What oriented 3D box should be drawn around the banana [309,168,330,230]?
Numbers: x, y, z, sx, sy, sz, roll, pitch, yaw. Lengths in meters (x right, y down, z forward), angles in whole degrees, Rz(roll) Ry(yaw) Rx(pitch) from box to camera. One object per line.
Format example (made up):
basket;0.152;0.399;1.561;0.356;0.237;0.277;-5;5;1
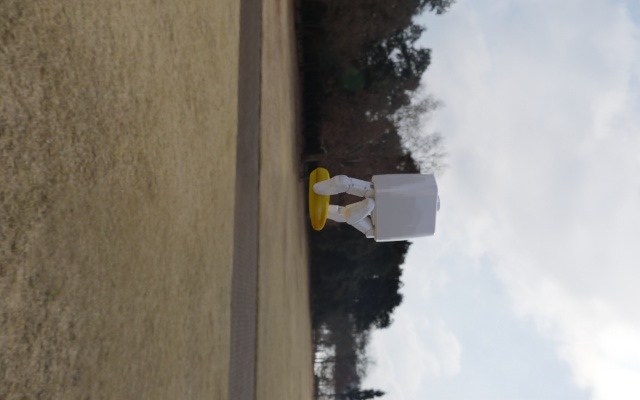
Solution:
banana;-0.001;-0.016;0.863;0.037;0.070;0.197;-3;21;1
